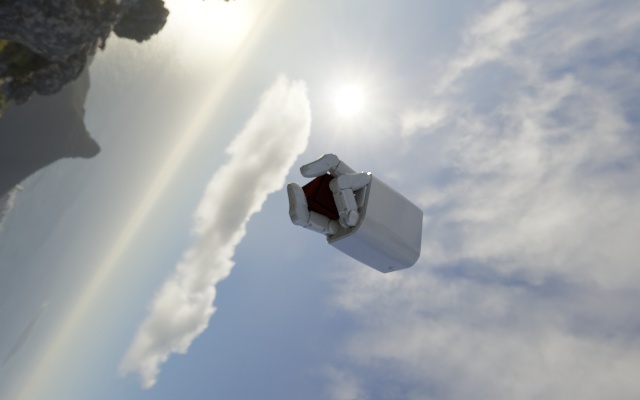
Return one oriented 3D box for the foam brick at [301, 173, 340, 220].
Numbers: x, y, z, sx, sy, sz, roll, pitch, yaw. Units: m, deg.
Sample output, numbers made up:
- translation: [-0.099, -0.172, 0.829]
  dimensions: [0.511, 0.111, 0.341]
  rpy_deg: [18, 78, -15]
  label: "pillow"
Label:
- translation: [0.000, 0.002, 0.701]
  dimensions: [0.051, 0.053, 0.078]
  rpy_deg: [31, -28, -17]
  label: "foam brick"
